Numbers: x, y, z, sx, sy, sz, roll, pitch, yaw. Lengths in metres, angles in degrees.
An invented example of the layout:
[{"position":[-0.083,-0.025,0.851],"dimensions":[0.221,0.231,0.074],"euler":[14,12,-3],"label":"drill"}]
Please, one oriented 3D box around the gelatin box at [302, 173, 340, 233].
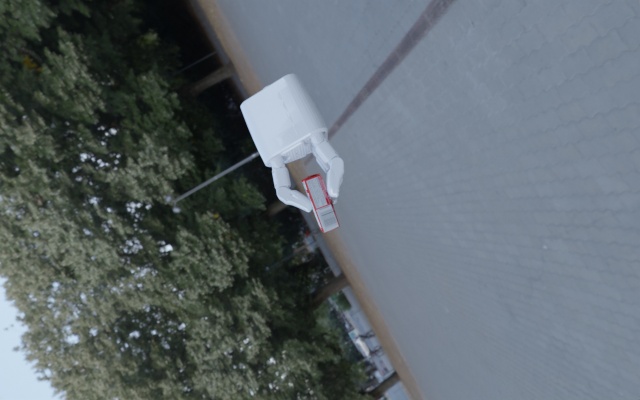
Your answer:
[{"position":[0.000,0.003,0.750],"dimensions":[0.030,0.089,0.073],"euler":[-20,3,-4],"label":"gelatin box"}]
